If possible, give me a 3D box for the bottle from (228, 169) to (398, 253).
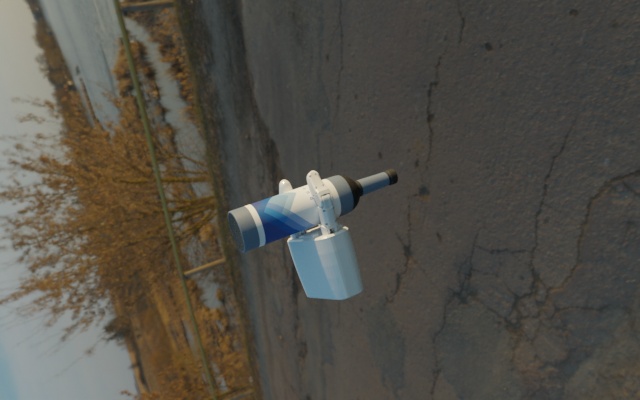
[{"bbox_3d":[0.000,0.003,0.778,0.295,0.069,0.069,-20,8,-23],"label":"bottle"}]
